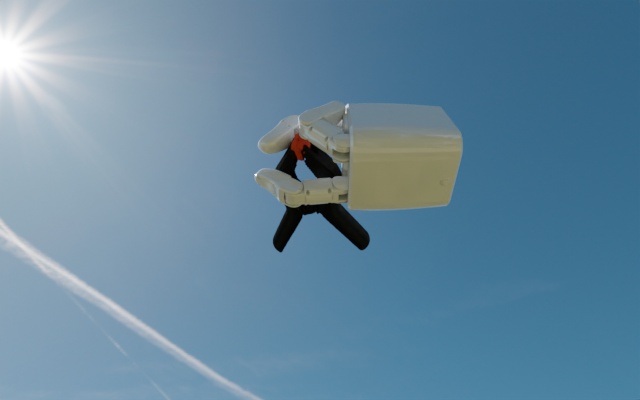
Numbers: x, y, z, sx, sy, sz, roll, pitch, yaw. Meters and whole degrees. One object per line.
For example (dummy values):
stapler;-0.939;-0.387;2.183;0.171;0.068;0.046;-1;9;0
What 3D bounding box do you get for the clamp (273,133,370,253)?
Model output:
clamp;0.000;0.001;0.549;0.120;0.172;0.039;0;45;0
